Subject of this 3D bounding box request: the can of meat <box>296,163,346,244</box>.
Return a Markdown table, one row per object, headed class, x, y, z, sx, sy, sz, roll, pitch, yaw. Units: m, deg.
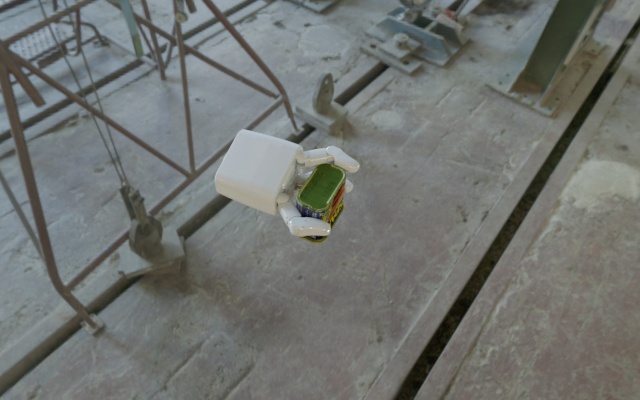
| class | x | y | z | sx | sy | sz | roll | pitch | yaw |
| --- | --- | --- | --- | --- | --- | --- | --- | --- | --- |
| can of meat | 0.000 | 0.002 | 0.754 | 0.057 | 0.102 | 0.084 | 22 | -37 | 14 |
